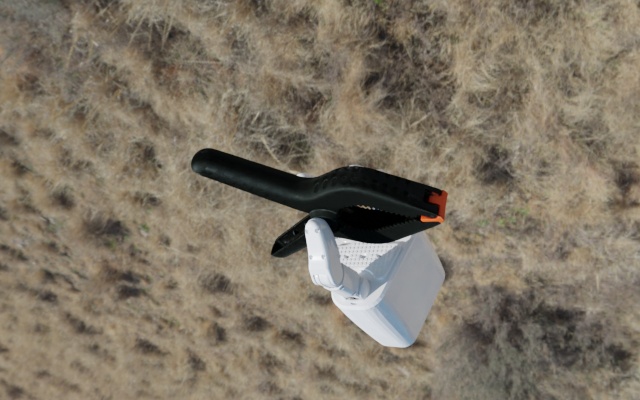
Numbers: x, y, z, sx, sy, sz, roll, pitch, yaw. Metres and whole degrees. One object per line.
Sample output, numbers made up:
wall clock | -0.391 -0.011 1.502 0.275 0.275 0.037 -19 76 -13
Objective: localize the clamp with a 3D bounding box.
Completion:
clamp | 0.000 0.002 0.415 0.210 0.036 0.165 -6 -37 32
